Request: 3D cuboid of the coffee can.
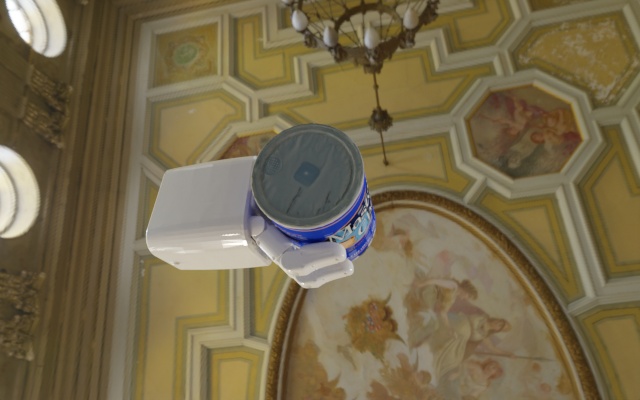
[{"bbox_3d":[0.000,0.001,0.486,0.103,0.102,0.140,0,-22,12],"label":"coffee can"}]
